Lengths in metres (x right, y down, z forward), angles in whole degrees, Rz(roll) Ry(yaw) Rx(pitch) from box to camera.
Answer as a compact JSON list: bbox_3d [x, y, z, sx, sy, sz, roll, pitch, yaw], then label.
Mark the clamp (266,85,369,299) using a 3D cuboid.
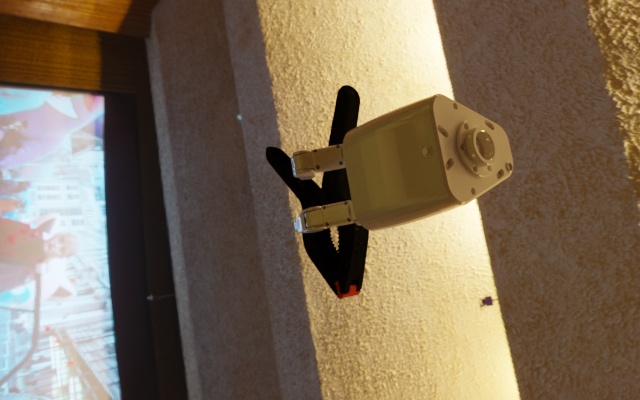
[{"bbox_3d":[0.001,0.002,0.525,0.036,0.210,0.164,-4,-10,-38],"label":"clamp"}]
